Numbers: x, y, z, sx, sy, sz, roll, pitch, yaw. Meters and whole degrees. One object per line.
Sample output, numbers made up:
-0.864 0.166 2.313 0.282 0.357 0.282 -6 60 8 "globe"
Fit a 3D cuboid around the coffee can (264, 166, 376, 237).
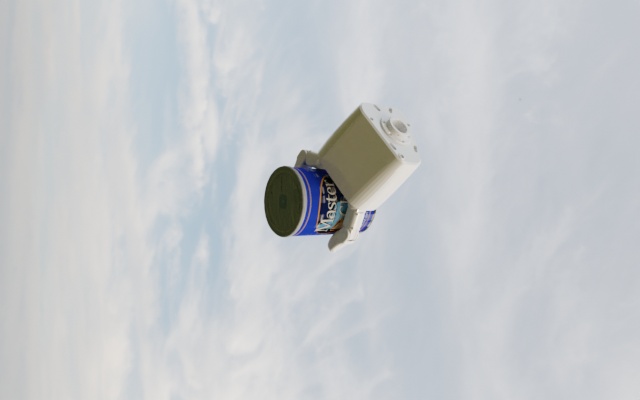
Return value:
0.000 0.003 0.725 0.140 0.103 0.103 1 -1 -38 "coffee can"
